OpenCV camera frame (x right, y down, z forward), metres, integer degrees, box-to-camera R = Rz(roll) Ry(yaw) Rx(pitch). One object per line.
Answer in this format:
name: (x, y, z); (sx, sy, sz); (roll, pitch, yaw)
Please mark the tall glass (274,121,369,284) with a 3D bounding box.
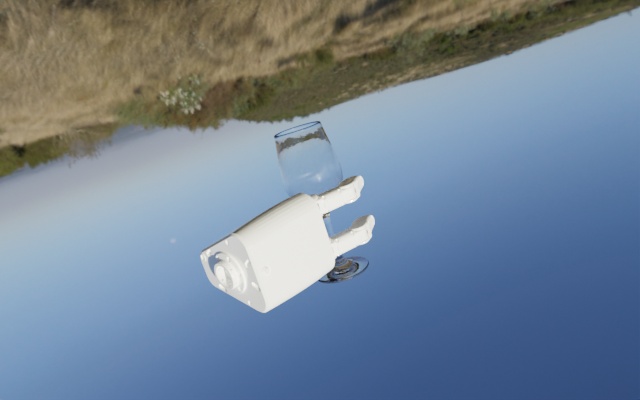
tall glass: (0.000, 0.003, 0.621); (0.079, 0.201, 0.079); (-17, 14, 4)
